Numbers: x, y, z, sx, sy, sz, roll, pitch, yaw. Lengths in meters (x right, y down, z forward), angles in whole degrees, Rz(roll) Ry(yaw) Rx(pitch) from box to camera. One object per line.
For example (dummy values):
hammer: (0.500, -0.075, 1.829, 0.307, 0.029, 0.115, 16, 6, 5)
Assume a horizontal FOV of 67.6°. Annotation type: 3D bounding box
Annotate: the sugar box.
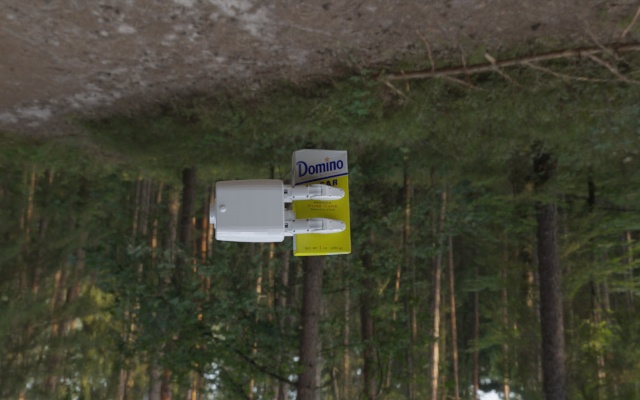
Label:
sugar box: (0.000, 0.003, 0.804, 0.093, 0.176, 0.048, 0, -9, -11)
